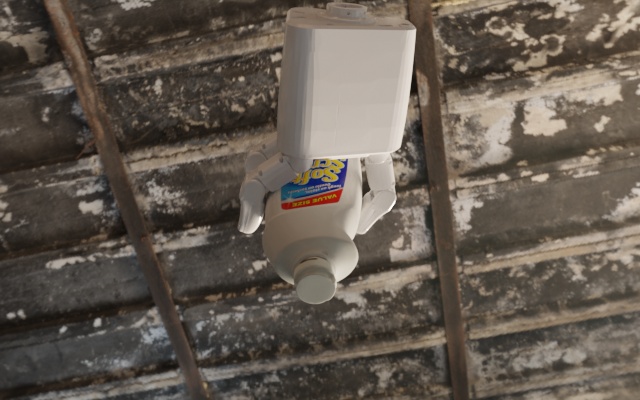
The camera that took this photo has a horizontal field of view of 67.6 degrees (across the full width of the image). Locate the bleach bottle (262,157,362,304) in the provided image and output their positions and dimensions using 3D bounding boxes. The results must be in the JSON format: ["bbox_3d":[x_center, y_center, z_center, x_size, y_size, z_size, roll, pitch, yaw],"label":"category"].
[{"bbox_3d":[0.000,0.001,0.450,0.102,0.068,0.250,1,30,-3],"label":"bleach bottle"}]
